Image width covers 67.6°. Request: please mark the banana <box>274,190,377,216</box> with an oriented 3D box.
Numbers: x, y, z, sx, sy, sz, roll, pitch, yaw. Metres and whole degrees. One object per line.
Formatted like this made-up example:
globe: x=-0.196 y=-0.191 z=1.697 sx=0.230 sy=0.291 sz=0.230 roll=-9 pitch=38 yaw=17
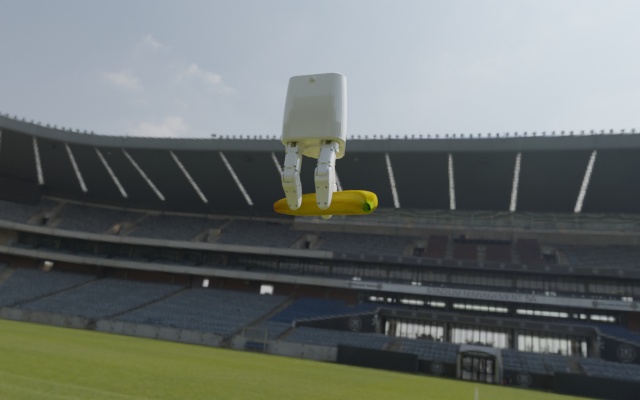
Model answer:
banana: x=0.015 y=0.004 z=0.726 sx=0.198 sy=0.037 sz=0.069 roll=-3 pitch=-7 yaw=44
